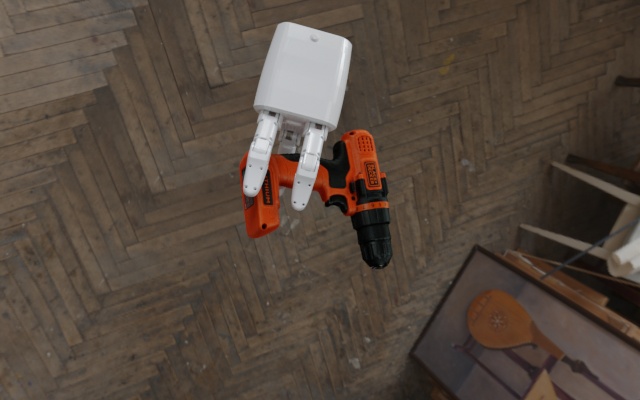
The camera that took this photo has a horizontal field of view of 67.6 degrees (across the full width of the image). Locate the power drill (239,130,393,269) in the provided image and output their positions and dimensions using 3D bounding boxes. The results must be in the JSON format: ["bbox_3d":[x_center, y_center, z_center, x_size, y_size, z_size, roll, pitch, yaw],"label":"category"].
[{"bbox_3d":[0.000,0.002,0.594,0.187,0.184,0.057,-3,-14,-28],"label":"power drill"}]
